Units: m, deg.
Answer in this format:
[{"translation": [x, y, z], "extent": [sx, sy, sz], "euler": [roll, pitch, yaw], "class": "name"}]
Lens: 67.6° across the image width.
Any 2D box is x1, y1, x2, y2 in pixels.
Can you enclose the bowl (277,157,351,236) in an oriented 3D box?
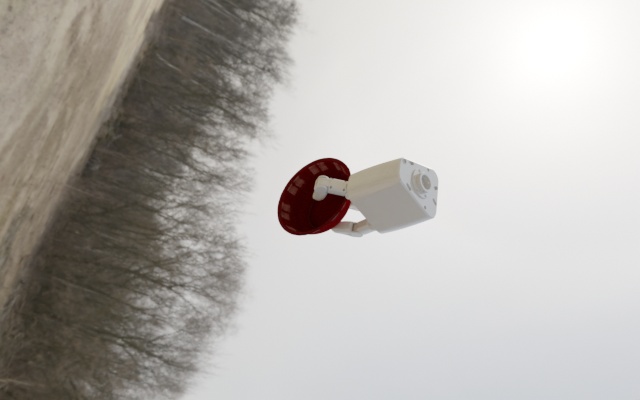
[{"translation": [-0.001, 0.003, 0.872], "extent": [0.162, 0.162, 0.055], "euler": [0, -30, 39], "class": "bowl"}]
